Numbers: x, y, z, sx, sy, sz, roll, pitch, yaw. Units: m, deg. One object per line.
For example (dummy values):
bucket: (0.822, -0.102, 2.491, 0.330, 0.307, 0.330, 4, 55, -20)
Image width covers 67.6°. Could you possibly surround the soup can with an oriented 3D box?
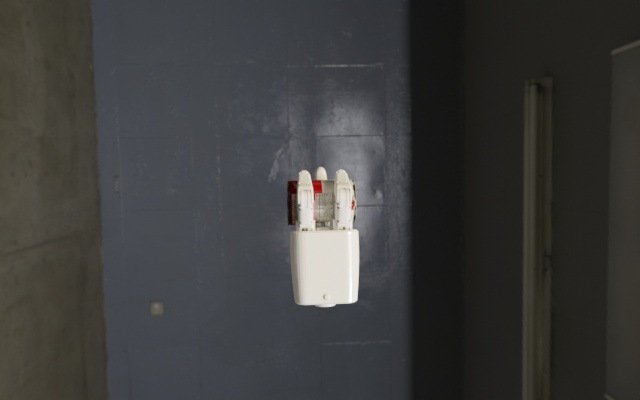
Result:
soup can: (0.000, 0.002, 0.724, 0.102, 0.068, 0.068, -1, 0, -3)
